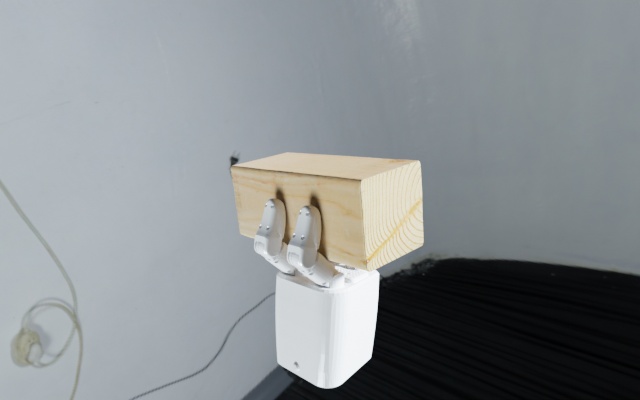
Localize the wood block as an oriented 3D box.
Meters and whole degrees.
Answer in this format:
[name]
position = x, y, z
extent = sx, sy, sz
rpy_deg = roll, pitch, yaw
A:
[wood block]
position = 0.000, 0.002, 0.524
extent = 0.091, 0.090, 0.206
rpy_deg = -18, 19, -41
